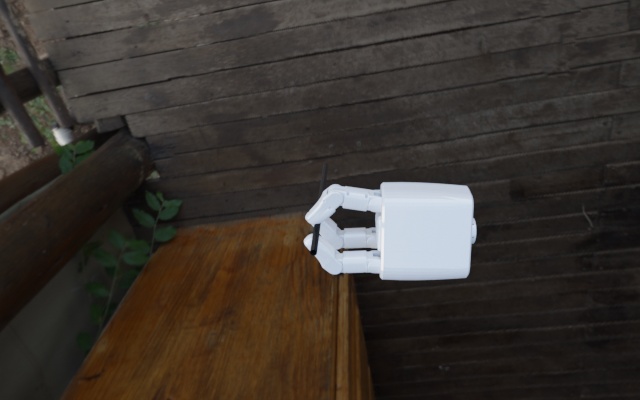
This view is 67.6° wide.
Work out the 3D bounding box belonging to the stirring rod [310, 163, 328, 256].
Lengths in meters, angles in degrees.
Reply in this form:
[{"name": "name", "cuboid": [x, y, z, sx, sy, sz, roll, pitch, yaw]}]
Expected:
[{"name": "stirring rod", "cuboid": [0.000, 0.002, 0.644, 0.011, 0.011, 0.239, 0, 28, 4]}]
